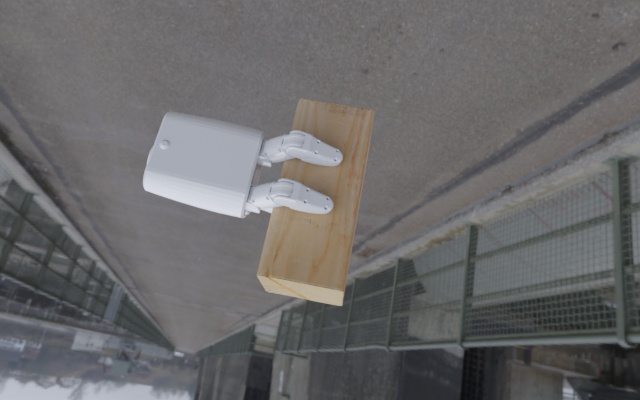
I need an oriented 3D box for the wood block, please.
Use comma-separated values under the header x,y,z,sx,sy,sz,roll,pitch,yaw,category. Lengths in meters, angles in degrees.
x,y,z,sx,sy,sz,roll,pitch,yaw,category
0.000,0.002,0.537,0.090,0.206,0.091,10,-21,4,wood block
